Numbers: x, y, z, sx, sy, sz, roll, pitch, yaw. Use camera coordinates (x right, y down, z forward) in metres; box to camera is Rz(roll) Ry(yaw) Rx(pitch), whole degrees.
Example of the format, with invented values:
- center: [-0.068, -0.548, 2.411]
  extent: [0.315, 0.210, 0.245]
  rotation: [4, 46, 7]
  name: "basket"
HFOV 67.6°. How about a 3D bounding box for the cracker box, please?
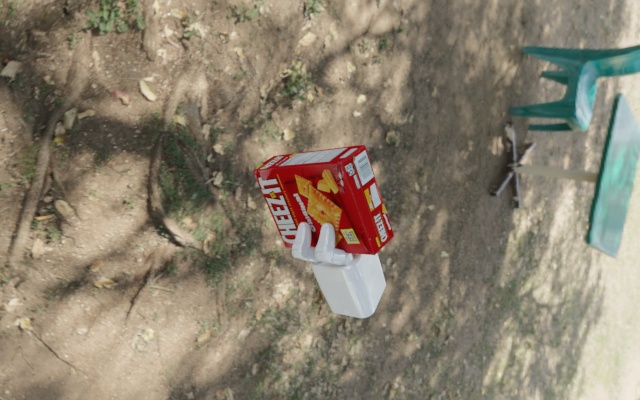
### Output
- center: [0.000, 0.003, 0.803]
  extent: [0.213, 0.164, 0.072]
  rotation: [-1, 27, 44]
  name: "cracker box"
